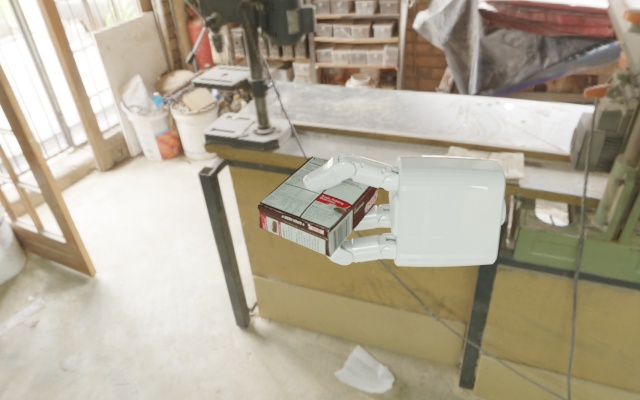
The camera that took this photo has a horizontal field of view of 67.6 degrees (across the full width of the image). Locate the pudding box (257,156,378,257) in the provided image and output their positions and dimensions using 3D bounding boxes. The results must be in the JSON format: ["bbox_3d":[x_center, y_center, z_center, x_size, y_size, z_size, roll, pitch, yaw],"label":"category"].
[{"bbox_3d":[0.000,0.002,0.522,0.090,0.039,0.113,19,40,25],"label":"pudding box"}]
